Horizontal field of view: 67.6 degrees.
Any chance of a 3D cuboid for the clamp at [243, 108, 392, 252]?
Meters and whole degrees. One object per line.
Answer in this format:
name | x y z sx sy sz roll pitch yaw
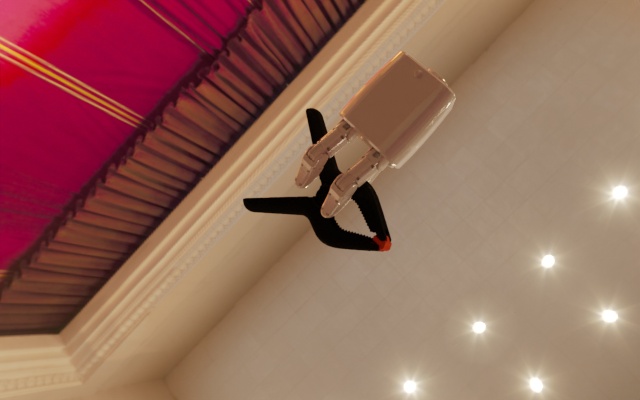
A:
clamp | 0.001 0.002 0.613 0.210 0.164 0.036 47 13 24
